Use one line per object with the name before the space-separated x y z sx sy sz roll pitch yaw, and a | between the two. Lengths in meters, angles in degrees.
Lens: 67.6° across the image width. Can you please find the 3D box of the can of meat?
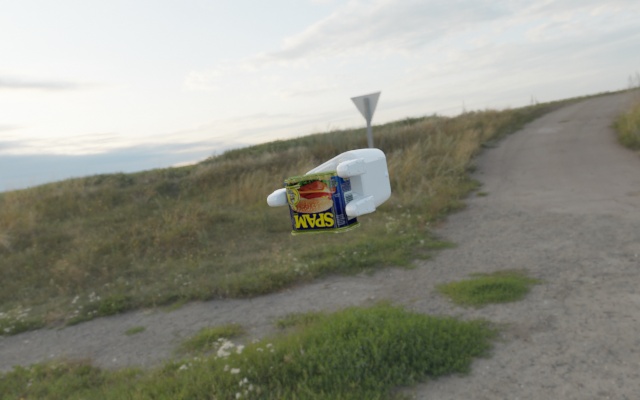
can of meat | 0.000 0.002 0.692 0.102 0.084 0.057 -6 7 36
